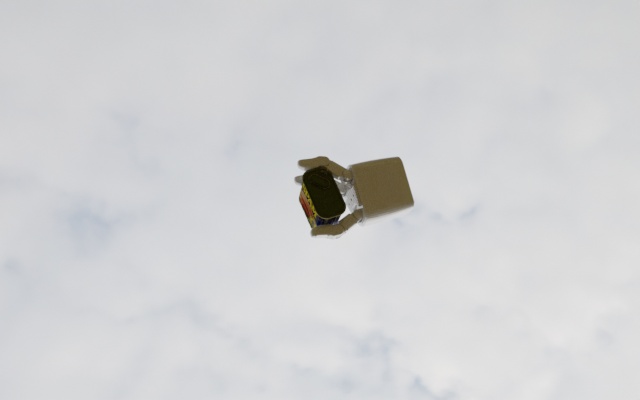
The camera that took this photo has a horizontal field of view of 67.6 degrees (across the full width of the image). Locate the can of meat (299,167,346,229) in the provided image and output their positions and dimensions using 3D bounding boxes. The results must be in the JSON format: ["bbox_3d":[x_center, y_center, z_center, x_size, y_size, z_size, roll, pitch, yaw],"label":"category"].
[{"bbox_3d":[0.000,0.003,0.887,0.057,0.102,0.084,-17,-22,-17],"label":"can of meat"}]
